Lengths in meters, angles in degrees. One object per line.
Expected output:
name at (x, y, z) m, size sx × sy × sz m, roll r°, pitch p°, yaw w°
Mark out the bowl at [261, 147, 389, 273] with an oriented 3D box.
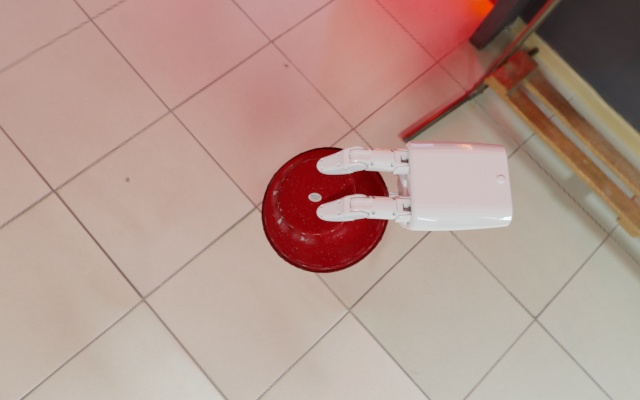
bowl at (-0.001, 0.002, 0.565) m, size 0.162 × 0.162 × 0.055 m, roll 0°, pitch -16°, yaw 11°
